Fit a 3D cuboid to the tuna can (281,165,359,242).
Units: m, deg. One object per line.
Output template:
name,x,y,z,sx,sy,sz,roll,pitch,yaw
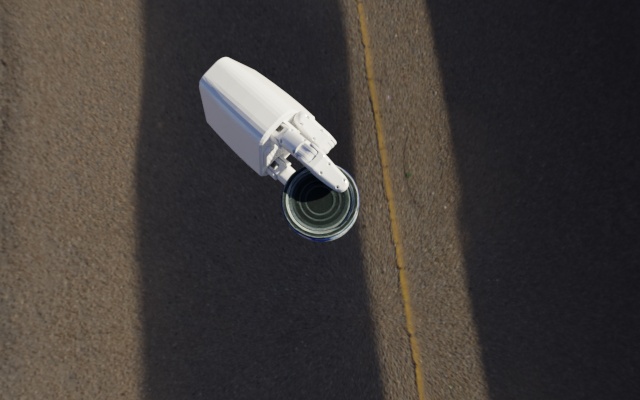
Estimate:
tuna can,0.000,0.002,0.524,0.086,0.086,0.034,0,-10,2
